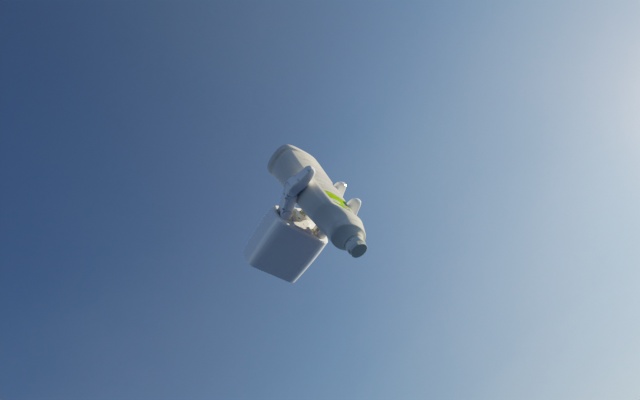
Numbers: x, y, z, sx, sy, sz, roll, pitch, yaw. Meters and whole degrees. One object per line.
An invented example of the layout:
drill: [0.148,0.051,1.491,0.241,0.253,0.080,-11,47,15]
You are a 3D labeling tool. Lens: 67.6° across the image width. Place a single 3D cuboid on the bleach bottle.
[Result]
bleach bottle: [0.000,0.003,0.814,0.102,0.068,0.250,22,22,-41]
